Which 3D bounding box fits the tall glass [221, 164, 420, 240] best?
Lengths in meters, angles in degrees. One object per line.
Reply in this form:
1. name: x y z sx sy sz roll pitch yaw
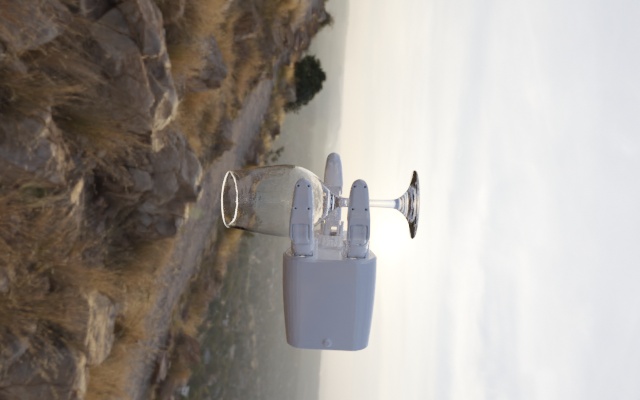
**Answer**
1. tall glass: 0.001 0.002 0.511 0.201 0.079 0.079 2 0 3
